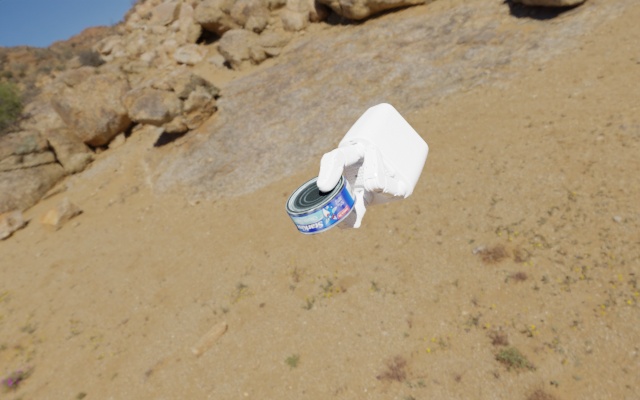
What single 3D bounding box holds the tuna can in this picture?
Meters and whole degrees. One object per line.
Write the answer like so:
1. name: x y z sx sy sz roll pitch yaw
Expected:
1. tuna can: 0.000 0.002 0.597 0.086 0.034 0.086 -25 27 14
